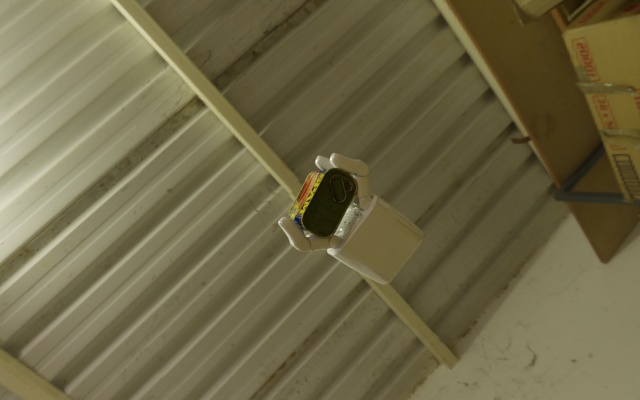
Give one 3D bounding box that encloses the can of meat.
[{"bbox_3d":[0.000,0.002,0.726,0.057,0.102,0.084,31,-8,-19],"label":"can of meat"}]
